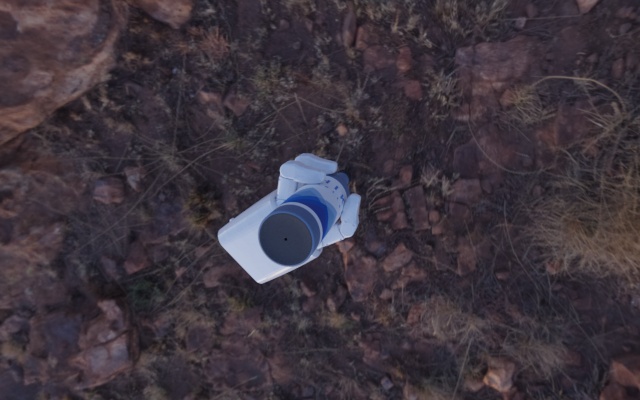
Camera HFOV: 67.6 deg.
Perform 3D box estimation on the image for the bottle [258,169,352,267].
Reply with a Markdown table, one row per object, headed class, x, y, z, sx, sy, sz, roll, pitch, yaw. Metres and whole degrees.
| class | x | y | z | sx | sy | sz | roll | pitch | yaw |
| --- | --- | --- | --- | --- | --- | --- | --- | --- | --- |
| bottle | 0.000 | 0.002 | 0.660 | 0.069 | 0.069 | 0.295 | 0 | 16 | 16 |
